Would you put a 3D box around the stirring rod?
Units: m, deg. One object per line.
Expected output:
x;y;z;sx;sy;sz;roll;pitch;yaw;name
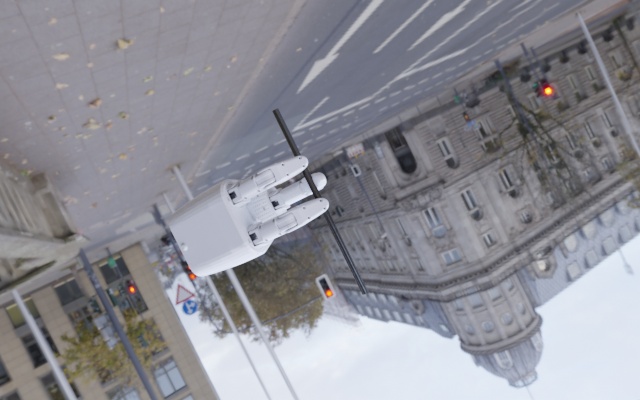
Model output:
0.000;0.002;0.563;0.011;0.239;0.011;-26;2;1;stirring rod
